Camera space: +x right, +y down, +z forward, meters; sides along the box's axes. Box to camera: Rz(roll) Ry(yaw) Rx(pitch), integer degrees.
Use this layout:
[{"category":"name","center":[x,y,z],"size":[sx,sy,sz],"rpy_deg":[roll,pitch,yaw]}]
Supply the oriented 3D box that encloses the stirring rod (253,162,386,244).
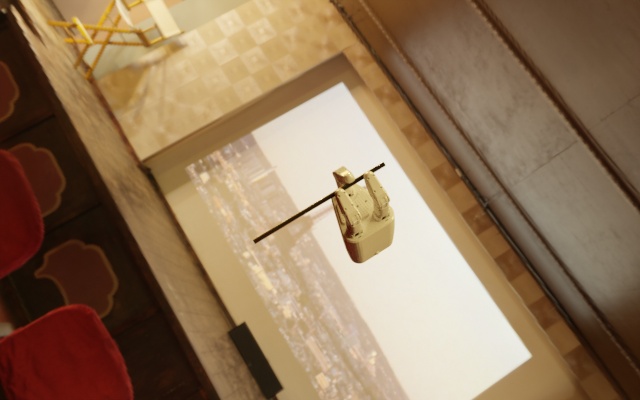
[{"category":"stirring rod","center":[0.000,0.003,0.748],"size":[0.239,0.011,0.011],"rpy_deg":[-31,5,-8]}]
